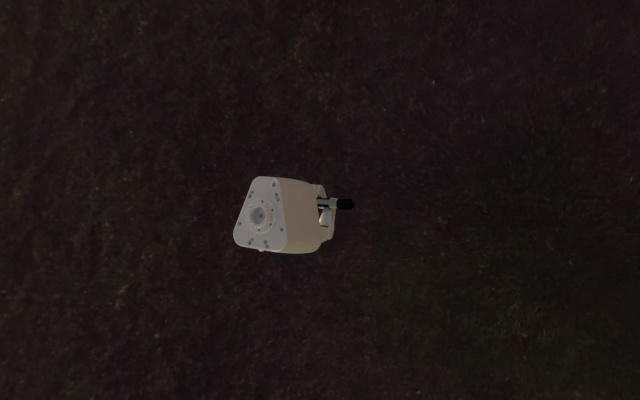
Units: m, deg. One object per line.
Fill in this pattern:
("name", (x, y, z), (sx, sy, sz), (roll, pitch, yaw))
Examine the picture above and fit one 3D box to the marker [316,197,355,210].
("marker", (0.000, 0.003, 0.802), (0.121, 0.020, 0.020), (5, 2, 26))
